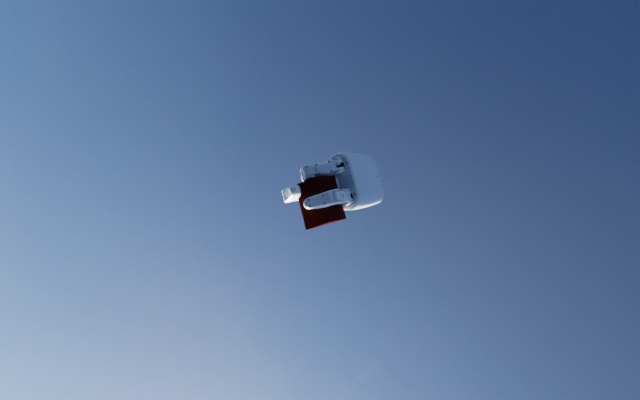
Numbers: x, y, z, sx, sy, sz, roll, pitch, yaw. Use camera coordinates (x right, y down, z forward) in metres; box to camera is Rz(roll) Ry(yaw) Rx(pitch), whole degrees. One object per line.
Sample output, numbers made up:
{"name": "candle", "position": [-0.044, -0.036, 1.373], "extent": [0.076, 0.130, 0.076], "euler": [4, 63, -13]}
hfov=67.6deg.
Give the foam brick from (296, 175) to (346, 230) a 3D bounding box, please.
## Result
{"name": "foam brick", "position": [0.000, 0.003, 0.786], "extent": [0.053, 0.078, 0.051], "euler": [-18, -7, 33]}
